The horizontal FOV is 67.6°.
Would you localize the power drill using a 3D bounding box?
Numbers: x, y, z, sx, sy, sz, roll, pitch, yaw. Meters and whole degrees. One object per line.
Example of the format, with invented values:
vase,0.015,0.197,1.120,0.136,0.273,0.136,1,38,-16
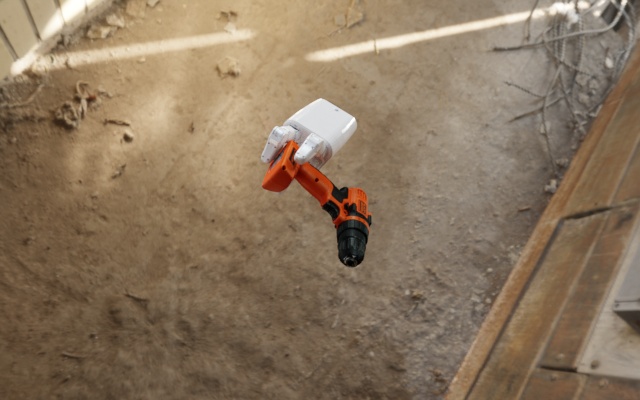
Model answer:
power drill,0.000,0.002,0.748,0.188,0.057,0.184,39,27,-17
